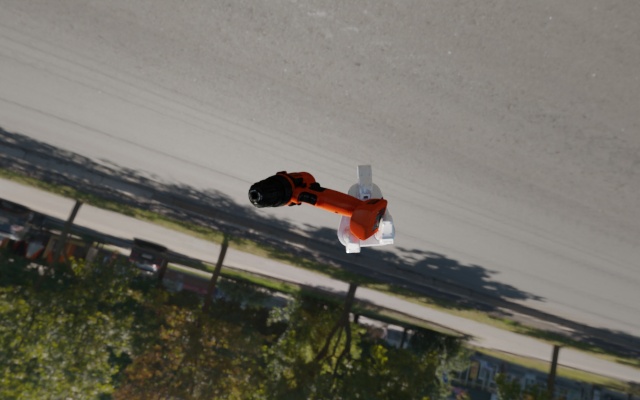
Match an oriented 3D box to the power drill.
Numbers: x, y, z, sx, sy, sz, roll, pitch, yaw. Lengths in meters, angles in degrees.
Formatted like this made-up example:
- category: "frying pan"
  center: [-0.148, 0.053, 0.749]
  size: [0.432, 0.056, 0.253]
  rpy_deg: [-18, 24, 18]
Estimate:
- category: "power drill"
  center: [0.001, 0.003, 0.751]
  size: [0.187, 0.057, 0.184]
  rpy_deg: [21, 17, 19]
